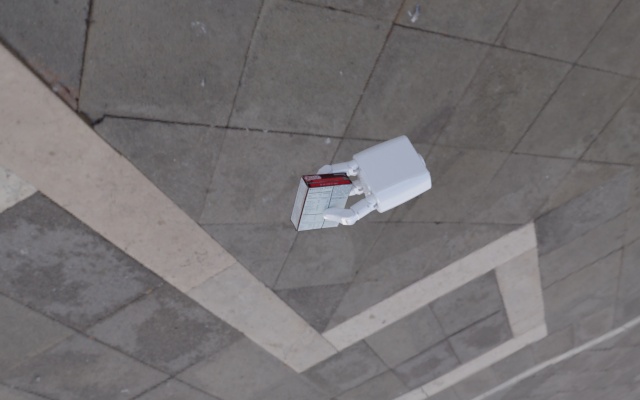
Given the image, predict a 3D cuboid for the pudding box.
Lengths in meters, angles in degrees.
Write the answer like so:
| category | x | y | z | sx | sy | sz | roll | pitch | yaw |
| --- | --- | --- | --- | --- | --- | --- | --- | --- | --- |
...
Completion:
| category | x | y | z | sx | sy | sz | roll | pitch | yaw |
| --- | --- | --- | --- | --- | --- | --- | --- | --- | --- |
| pudding box | 0.000 | 0.003 | 0.869 | 0.090 | 0.114 | 0.039 | -5 | 42 | -24 |
